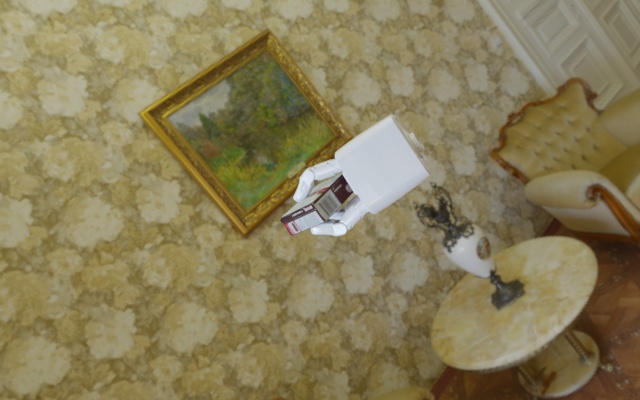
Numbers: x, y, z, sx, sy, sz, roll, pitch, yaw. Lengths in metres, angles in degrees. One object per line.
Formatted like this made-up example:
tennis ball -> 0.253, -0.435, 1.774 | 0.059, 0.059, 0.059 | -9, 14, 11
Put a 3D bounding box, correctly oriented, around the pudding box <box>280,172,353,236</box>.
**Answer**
pudding box -> 0.000, 0.002, 0.768 | 0.090, 0.039, 0.113 | -27, 11, 46
